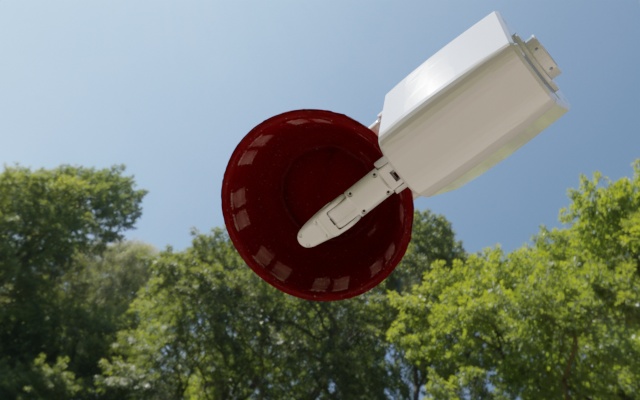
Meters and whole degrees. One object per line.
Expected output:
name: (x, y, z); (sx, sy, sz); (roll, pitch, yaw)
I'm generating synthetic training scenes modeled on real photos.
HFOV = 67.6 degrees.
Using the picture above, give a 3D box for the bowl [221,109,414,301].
bowl: (-0.001, 0.002, 0.408); (0.162, 0.162, 0.055); (0, 15, 16)
